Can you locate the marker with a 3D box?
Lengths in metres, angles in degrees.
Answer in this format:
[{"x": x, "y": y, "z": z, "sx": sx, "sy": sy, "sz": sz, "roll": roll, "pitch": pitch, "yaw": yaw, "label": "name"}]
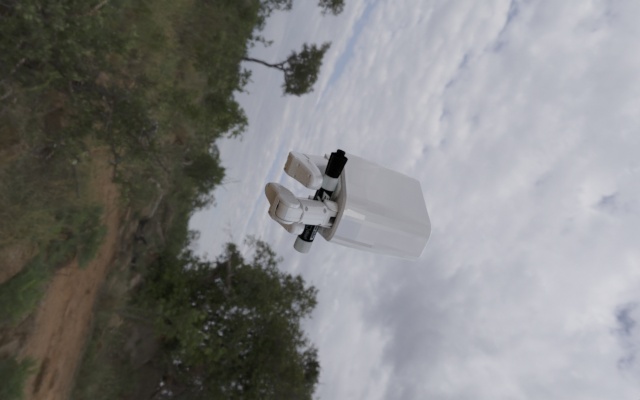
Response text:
[{"x": 0.000, "y": 0.002, "z": 0.504, "sx": 0.020, "sy": 0.121, "sz": 0.020, "roll": 19, "pitch": 22, "yaw": -8, "label": "marker"}]
